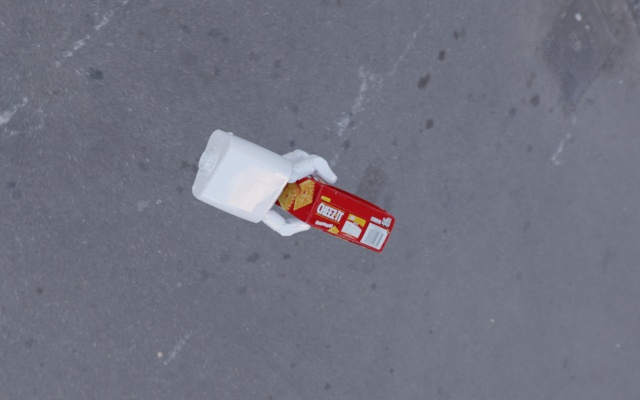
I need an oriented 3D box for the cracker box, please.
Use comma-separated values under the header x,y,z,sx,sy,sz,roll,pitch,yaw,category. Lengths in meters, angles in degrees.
x,y,z,sx,sy,sz,roll,pitch,yaw,category
0.000,0.003,0.819,0.164,0.072,0.213,23,3,-34,cracker box
